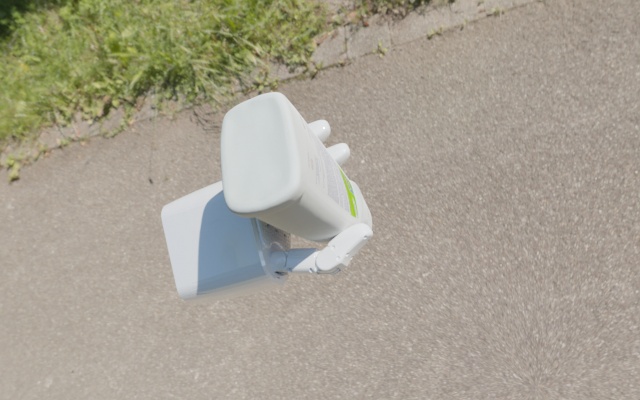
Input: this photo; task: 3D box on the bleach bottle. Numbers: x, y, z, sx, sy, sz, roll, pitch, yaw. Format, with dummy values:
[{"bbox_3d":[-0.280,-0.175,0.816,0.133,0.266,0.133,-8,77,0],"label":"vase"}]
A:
[{"bbox_3d":[0.000,0.001,0.465,0.068,0.102,0.251,-17,-26,18],"label":"bleach bottle"}]
